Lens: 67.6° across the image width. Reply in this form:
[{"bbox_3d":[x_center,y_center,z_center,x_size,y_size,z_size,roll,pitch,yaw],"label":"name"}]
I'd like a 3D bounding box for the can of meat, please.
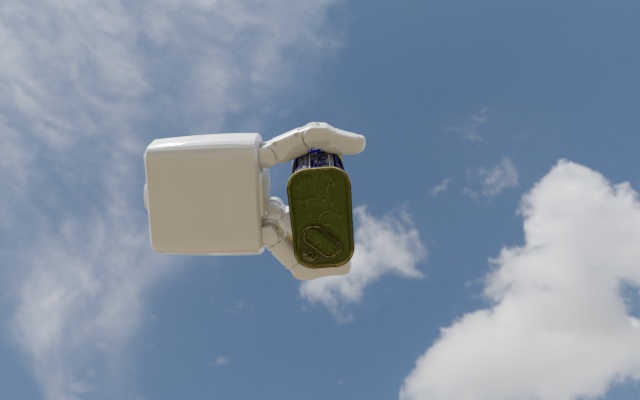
[{"bbox_3d":[0.000,0.001,0.471,0.057,0.102,0.084,-5,24,1],"label":"can of meat"}]
